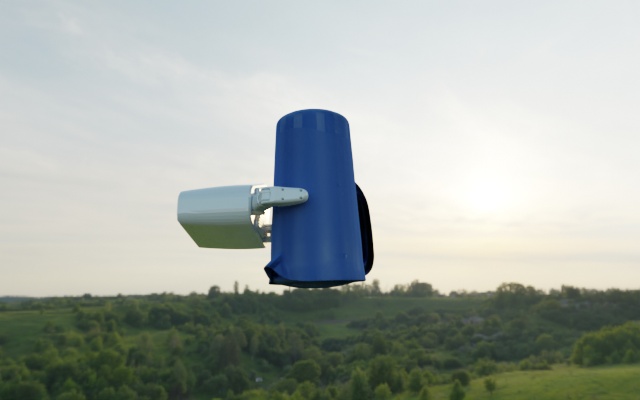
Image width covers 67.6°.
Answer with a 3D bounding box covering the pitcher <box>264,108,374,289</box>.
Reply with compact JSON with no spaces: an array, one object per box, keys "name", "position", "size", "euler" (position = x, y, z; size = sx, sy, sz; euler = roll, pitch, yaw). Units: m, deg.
[{"name":"pitcher","position":[0.000,0.002,0.681],"size":[0.145,0.242,0.149],"euler":[-3,-12,6]}]
